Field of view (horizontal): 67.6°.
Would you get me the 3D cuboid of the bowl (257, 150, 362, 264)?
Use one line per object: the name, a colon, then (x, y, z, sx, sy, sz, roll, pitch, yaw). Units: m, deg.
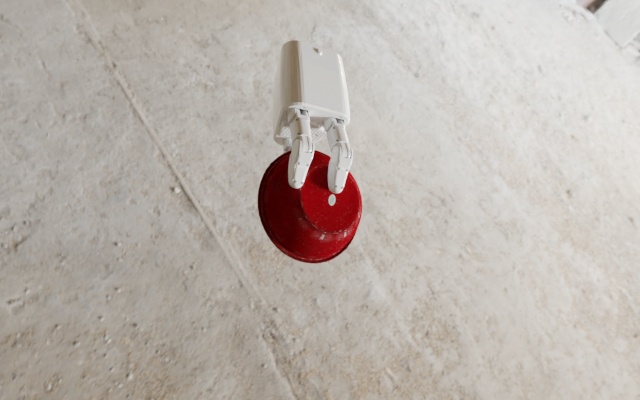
bowl: (0.001, 0.003, 0.639, 0.162, 0.162, 0.055, 0, -10, -31)
